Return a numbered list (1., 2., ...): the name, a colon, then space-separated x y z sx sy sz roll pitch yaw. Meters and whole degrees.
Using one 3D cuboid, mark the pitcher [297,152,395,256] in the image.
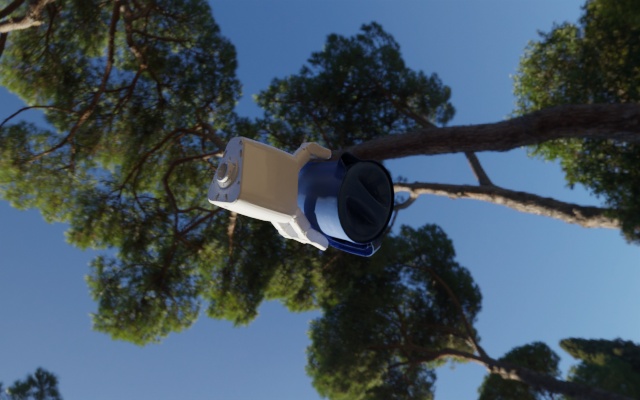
1. pitcher: 0.000 0.003 0.830 0.145 0.149 0.243 18 -7 -42
